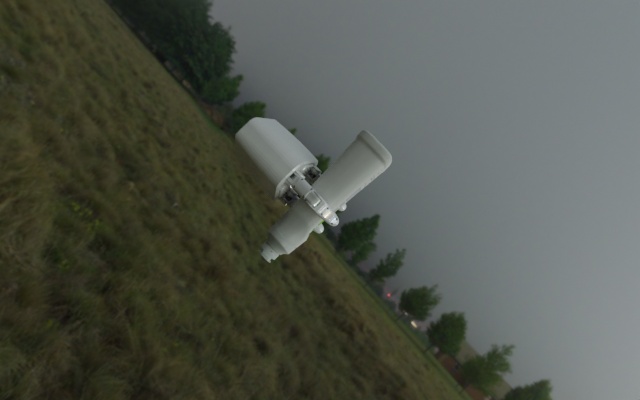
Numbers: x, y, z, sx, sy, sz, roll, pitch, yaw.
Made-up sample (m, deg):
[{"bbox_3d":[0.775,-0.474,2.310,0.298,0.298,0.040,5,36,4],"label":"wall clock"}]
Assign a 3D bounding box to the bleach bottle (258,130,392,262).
[{"bbox_3d":[0.000,0.002,0.757,0.251,0.068,0.102,-43,-7,-1],"label":"bleach bottle"}]
